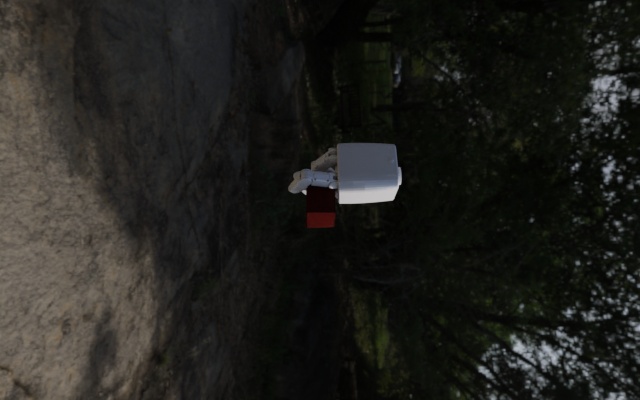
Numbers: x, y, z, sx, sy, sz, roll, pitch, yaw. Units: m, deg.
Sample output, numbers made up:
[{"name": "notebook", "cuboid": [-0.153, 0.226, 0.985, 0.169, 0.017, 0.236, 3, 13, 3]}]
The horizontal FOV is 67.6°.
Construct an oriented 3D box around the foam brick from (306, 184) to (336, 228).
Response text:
[{"name": "foam brick", "cuboid": [0.000, 0.003, 0.849, 0.051, 0.078, 0.053, 2, -32, -2]}]
